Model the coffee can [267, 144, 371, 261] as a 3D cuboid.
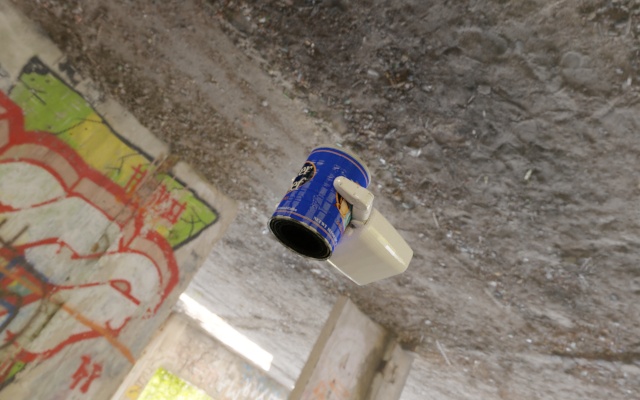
[{"bbox_3d":[0.000,0.002,0.701,0.103,0.140,0.103,22,-30,13],"label":"coffee can"}]
